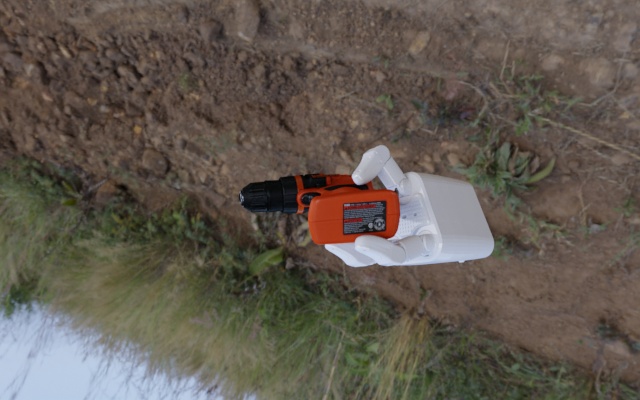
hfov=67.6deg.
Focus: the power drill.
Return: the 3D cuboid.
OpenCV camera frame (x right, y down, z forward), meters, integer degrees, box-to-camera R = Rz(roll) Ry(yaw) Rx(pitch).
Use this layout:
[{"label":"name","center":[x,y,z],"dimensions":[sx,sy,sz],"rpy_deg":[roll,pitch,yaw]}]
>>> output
[{"label":"power drill","center":[0.000,0.002,0.586],"dimensions":[0.184,0.057,0.187],"rpy_deg":[-6,13,-15]}]
